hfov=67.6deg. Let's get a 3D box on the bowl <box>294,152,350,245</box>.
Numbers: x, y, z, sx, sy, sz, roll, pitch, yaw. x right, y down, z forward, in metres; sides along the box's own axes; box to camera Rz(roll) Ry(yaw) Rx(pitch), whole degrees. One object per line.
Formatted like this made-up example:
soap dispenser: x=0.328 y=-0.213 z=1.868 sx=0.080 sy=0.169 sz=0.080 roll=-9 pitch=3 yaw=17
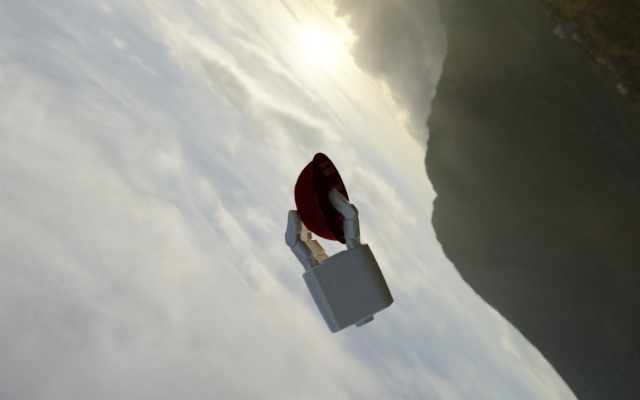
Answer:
bowl: x=0.000 y=0.002 z=0.809 sx=0.055 sy=0.162 sz=0.162 roll=-17 pitch=-6 yaw=20
